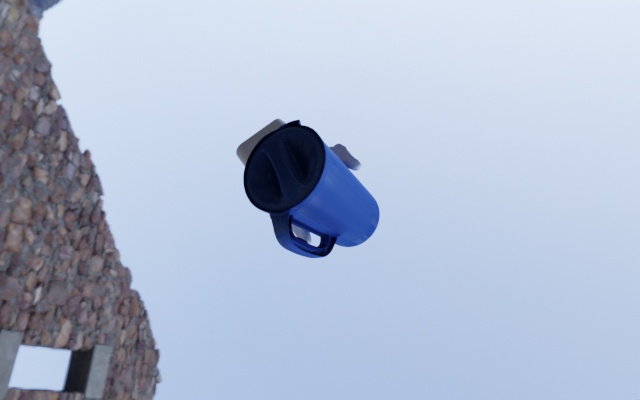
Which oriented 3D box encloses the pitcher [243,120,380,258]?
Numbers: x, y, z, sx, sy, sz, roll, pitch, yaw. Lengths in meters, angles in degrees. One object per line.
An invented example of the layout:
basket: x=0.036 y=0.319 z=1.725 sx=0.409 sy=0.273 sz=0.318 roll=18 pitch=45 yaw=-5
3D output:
pitcher: x=0.000 y=0.002 z=0.743 sx=0.145 sy=0.149 sz=0.243 roll=44 pitch=4 yaw=36
